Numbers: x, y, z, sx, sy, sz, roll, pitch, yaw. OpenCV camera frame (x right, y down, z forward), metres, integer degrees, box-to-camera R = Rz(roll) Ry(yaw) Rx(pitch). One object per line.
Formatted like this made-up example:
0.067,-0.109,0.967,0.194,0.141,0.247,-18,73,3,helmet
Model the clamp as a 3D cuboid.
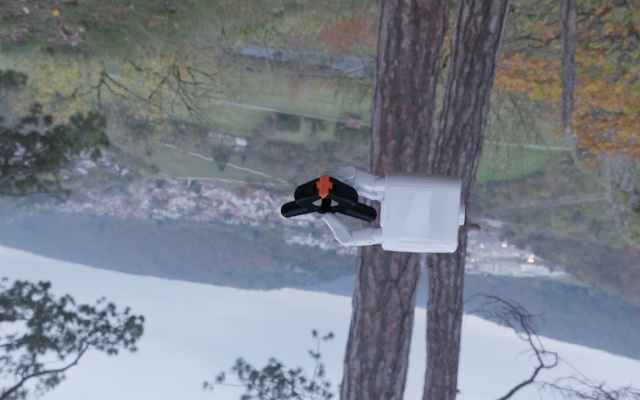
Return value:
0.000,0.003,0.737,0.164,0.036,0.210,0,-13,10,clamp
